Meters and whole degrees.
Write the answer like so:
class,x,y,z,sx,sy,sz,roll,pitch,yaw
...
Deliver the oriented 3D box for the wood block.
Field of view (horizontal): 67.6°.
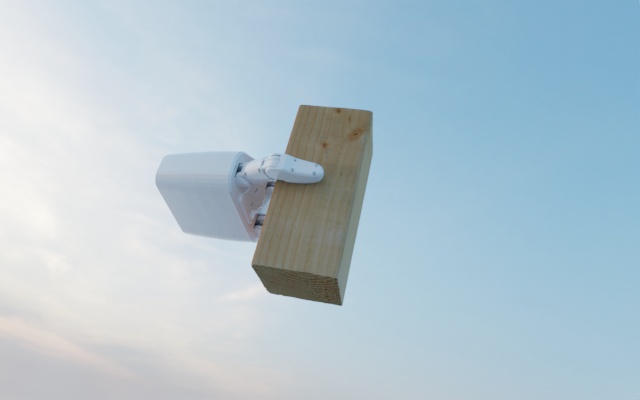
class,x,y,z,sx,sy,sz,roll,pitch,yaw
wood block,0.000,0.001,0.544,0.090,0.206,0.091,8,-28,11
